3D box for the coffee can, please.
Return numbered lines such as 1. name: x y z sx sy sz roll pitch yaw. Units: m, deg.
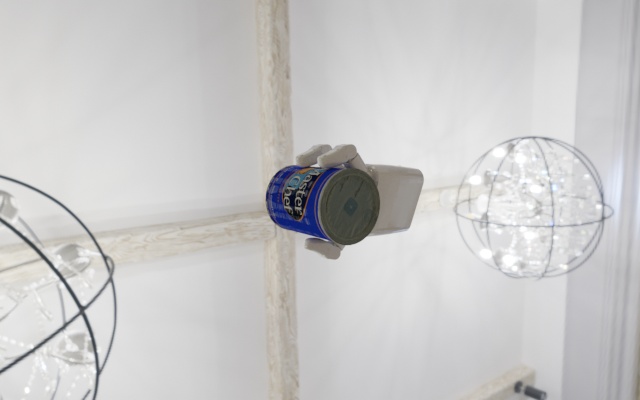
1. coffee can: 0.000 0.002 0.683 0.103 0.103 0.140 0 5 -37
